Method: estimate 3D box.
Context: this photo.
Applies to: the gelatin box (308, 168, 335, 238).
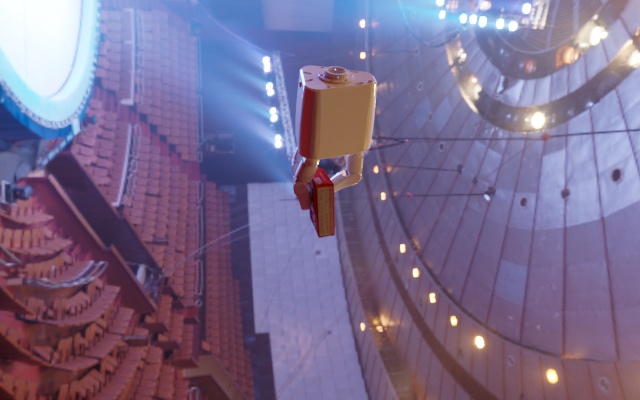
[{"bbox_3d":[0.001,0.003,0.751,0.030,0.089,0.073,-7,24,-10],"label":"gelatin box"}]
